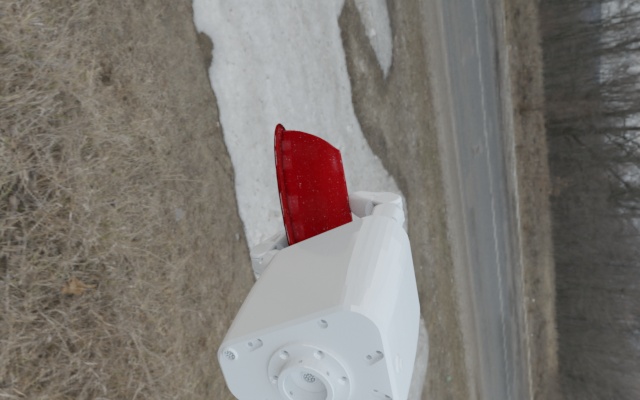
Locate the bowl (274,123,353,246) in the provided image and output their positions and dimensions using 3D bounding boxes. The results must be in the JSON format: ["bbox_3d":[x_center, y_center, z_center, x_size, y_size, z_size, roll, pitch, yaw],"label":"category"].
[{"bbox_3d":[0.000,0.001,0.460,0.055,0.162,0.162,-10,-1,4],"label":"bowl"}]
